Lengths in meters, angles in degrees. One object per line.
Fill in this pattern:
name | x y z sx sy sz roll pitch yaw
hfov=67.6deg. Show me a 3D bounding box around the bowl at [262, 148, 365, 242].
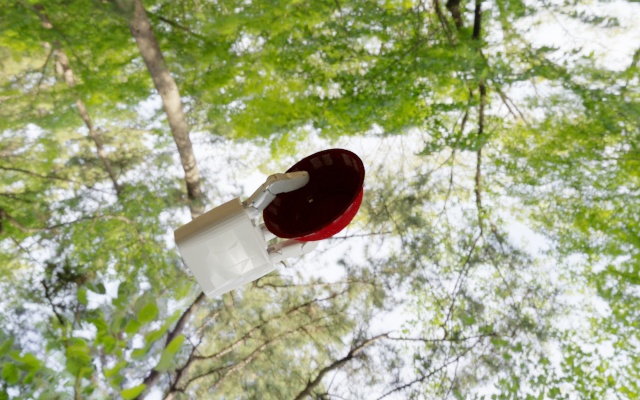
bowl | 0.001 0.002 0.672 0.162 0.162 0.055 0 -39 39
